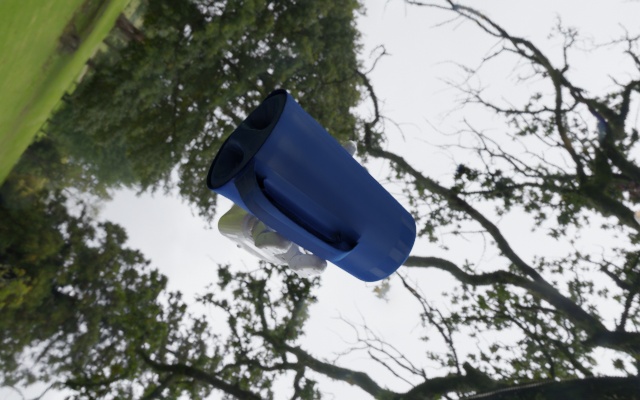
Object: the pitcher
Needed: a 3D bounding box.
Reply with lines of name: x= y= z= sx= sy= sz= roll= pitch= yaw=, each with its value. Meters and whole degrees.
pitcher: x=0.000 y=0.002 z=0.553 sx=0.243 sy=0.149 sz=0.145 roll=38 pitch=-22 yaw=-26
